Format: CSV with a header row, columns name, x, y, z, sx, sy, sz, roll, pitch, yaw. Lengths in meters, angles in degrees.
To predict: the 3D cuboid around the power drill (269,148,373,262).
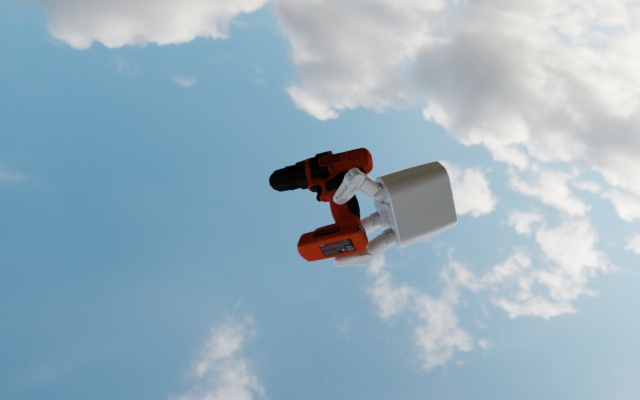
name,x,y,z,sx,sy,sz,roll,pitch,yaw
power drill,0.000,0.003,0.775,0.184,0.187,0.057,-14,-38,15
